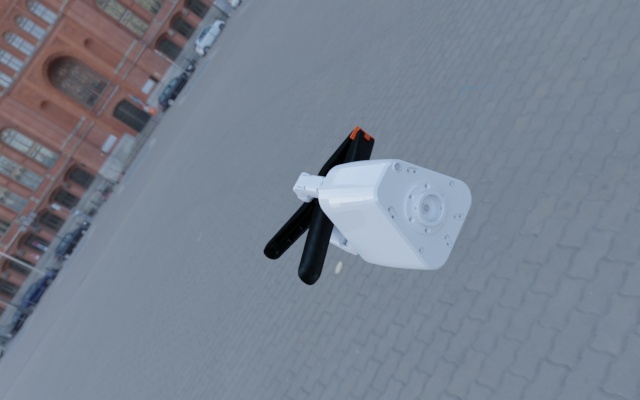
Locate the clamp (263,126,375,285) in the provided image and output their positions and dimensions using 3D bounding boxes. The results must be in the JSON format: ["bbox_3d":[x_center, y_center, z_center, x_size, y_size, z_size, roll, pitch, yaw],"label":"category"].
[{"bbox_3d":[0.000,0.001,0.606,0.036,0.210,0.164,34,-15,-21],"label":"clamp"}]
